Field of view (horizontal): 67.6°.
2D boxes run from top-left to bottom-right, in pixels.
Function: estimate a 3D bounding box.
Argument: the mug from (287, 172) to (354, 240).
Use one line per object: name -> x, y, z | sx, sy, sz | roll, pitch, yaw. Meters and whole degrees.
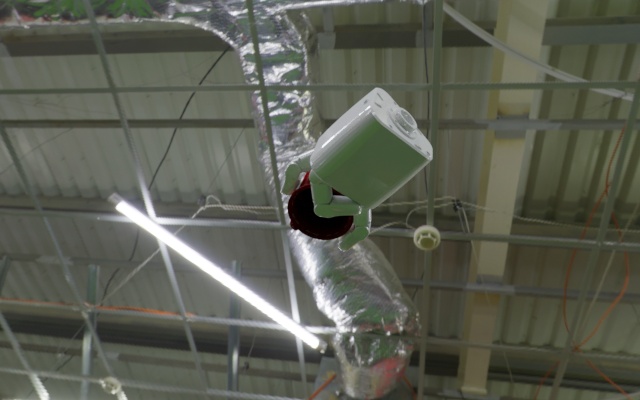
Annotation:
mug -> -0.001, 0.003, 0.689 | 0.117, 0.093, 0.081 | -40, 16, 32
